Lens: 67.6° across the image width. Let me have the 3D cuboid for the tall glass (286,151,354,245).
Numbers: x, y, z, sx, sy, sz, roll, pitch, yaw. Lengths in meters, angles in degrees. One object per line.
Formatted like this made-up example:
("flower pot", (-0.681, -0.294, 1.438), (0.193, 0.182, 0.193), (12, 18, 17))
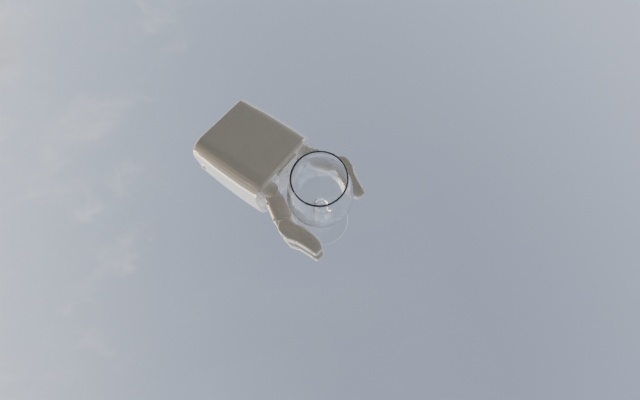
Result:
("tall glass", (0.000, 0.002, 0.591), (0.079, 0.079, 0.201), (0, -15, 1))
